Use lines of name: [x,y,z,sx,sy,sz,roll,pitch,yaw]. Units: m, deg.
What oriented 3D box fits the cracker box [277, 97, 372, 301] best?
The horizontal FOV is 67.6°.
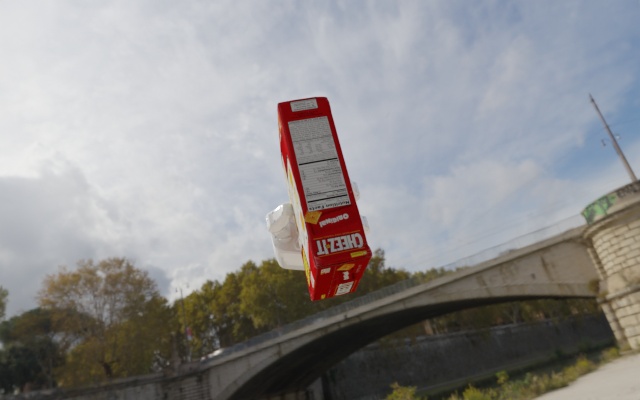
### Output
cracker box: [0.000,0.002,0.611,0.072,0.213,0.164,-11,-23,-7]
